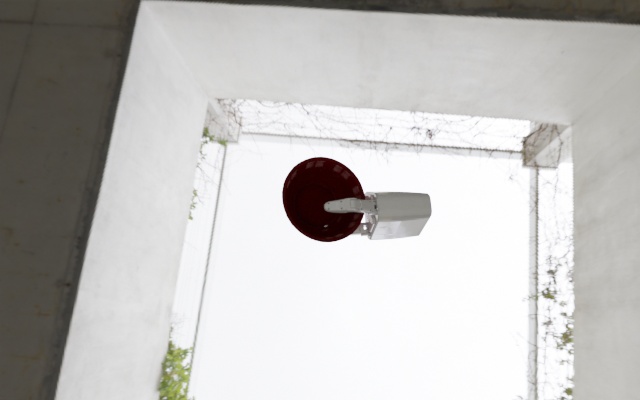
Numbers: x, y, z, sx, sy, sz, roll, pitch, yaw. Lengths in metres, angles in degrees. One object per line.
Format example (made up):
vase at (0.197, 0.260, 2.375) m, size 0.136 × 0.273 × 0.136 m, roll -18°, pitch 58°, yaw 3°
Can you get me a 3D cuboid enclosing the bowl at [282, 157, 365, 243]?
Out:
bowl at (-0.001, 0.003, 0.890) m, size 0.162 × 0.162 × 0.055 m, roll 0°, pitch -14°, yaw -19°
